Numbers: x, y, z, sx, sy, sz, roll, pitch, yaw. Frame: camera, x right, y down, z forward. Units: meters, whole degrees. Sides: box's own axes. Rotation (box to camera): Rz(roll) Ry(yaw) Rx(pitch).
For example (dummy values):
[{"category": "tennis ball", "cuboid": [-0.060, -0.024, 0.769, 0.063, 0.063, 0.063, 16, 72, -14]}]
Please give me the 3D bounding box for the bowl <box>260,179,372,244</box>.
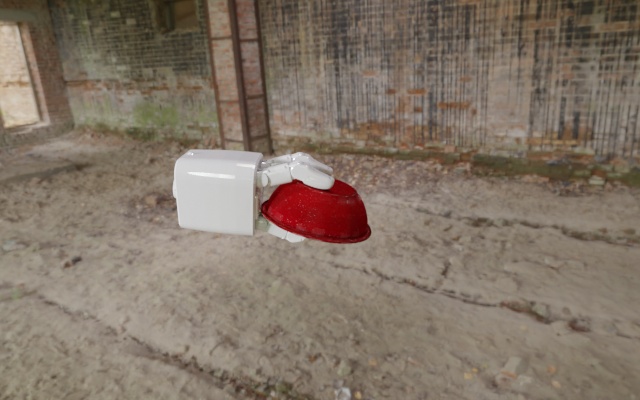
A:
[{"category": "bowl", "cuboid": [0.001, 0.002, 0.670, 0.162, 0.055, 0.162, 13, 17, -4]}]
